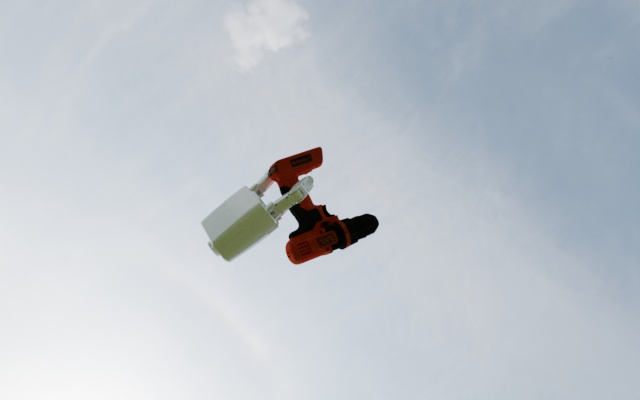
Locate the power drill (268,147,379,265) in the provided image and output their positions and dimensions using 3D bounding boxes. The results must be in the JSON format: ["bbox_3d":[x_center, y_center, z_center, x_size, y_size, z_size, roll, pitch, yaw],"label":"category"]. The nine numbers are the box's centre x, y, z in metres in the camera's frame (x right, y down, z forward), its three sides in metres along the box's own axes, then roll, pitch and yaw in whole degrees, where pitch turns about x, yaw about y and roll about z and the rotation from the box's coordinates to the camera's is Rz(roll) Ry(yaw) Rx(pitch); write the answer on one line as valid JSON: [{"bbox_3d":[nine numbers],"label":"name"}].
[{"bbox_3d":[0.000,0.002,0.855,0.184,0.187,0.057,-19,-7,-25],"label":"power drill"}]
